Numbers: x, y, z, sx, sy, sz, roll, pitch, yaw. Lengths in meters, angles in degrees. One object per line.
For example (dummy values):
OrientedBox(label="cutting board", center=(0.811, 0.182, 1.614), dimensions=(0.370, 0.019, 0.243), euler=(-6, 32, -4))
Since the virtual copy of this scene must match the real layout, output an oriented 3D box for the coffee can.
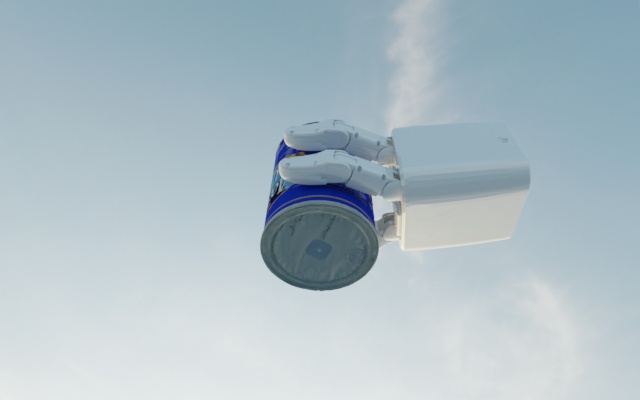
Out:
OrientedBox(label="coffee can", center=(0.000, 0.002, 0.466), dimensions=(0.103, 0.103, 0.140), euler=(0, 38, 1))
